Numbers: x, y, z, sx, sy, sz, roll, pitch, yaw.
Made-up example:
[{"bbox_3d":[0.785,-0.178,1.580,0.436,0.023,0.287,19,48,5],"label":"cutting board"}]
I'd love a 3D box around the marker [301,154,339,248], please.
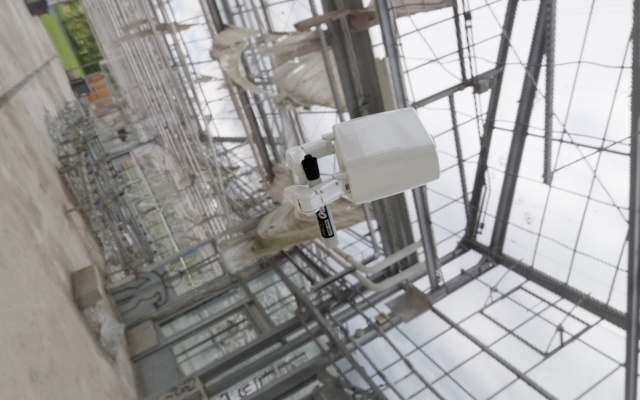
[{"bbox_3d":[0.000,0.002,0.562,0.020,0.121,0.020,-12,26,6],"label":"marker"}]
